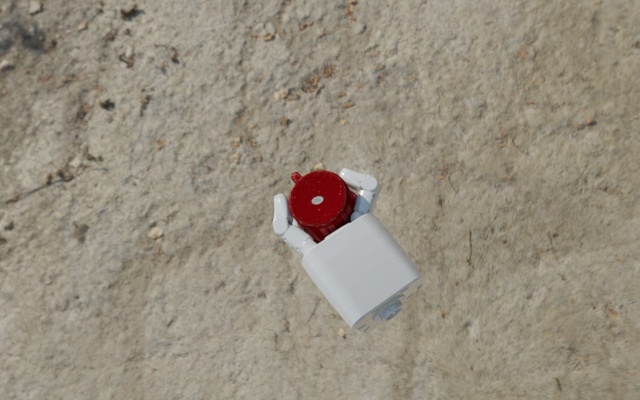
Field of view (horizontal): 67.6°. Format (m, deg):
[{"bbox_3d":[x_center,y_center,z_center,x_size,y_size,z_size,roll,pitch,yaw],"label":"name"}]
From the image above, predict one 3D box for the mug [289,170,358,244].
[{"bbox_3d":[-0.001,0.001,0.651,0.093,0.117,0.081,-40,-26,-1],"label":"mug"}]
